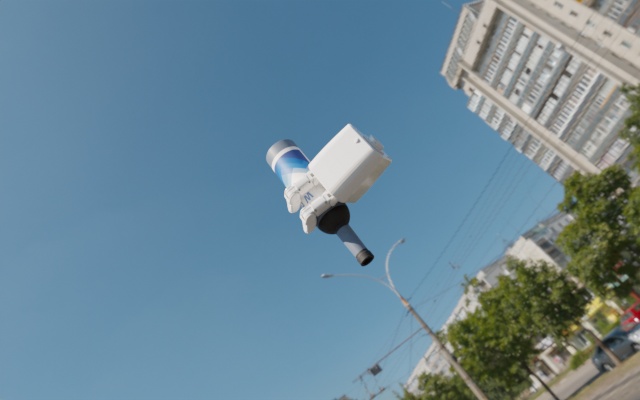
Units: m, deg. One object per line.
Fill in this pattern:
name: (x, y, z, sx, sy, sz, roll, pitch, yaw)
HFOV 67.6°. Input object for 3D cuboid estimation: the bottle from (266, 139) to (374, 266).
bottle: (0.000, 0.003, 0.870, 0.069, 0.069, 0.295, 0, 42, -46)
